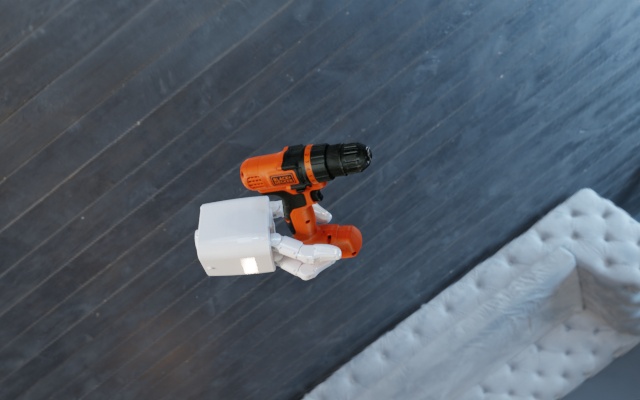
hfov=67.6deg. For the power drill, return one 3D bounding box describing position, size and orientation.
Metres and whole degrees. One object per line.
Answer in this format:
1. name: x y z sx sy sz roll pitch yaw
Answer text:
1. power drill: 0.000 0.003 0.681 0.184 0.188 0.057 -6 39 21
